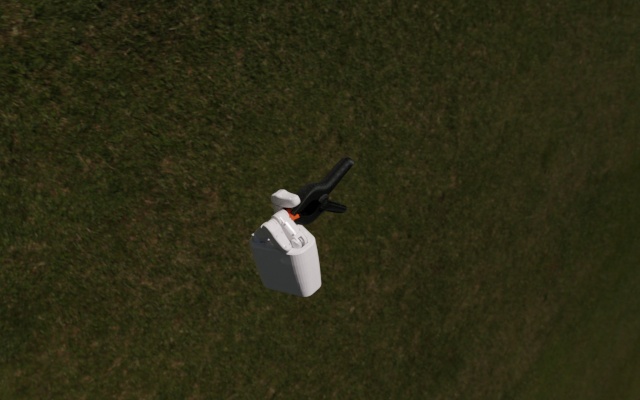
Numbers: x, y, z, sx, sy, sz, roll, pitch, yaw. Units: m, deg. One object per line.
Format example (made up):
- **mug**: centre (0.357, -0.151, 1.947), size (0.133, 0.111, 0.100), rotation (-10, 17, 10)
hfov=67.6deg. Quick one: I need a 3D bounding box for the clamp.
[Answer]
- **clamp**: centre (0.000, 0.003, 0.877), size (0.171, 0.120, 0.039), rotation (-33, 43, -32)
